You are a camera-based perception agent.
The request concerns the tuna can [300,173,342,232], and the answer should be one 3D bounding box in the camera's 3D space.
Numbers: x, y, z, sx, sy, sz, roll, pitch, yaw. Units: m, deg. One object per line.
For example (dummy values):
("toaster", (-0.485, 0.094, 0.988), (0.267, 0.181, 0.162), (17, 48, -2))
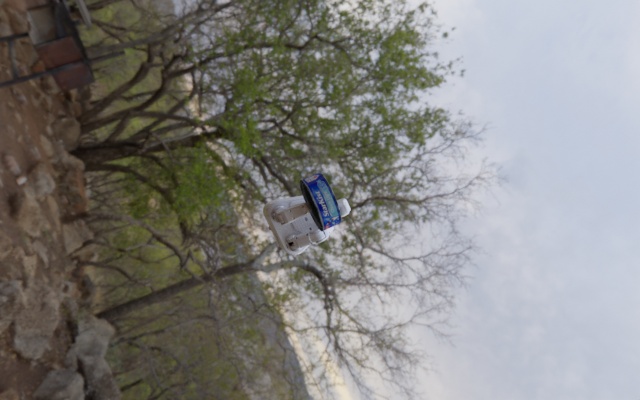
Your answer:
("tuna can", (0.001, 0.002, 0.734), (0.034, 0.086, 0.086), (-23, 4, -9))
